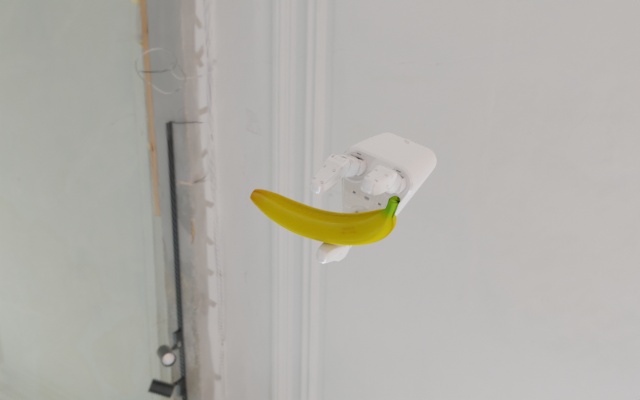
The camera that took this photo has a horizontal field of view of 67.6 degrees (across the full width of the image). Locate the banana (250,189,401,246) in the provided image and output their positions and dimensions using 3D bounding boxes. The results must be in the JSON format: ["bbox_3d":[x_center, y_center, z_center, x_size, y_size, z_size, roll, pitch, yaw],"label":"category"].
[{"bbox_3d":[0.007,0.019,0.541,0.198,0.070,0.037,2,28,33],"label":"banana"}]
